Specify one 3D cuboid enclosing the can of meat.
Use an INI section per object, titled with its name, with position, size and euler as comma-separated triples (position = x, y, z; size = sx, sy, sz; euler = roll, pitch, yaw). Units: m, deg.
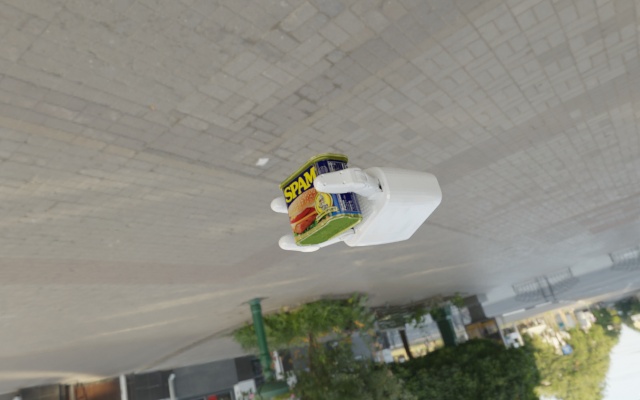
[can of meat]
position = 0.000, 0.002, 0.597
size = 0.057, 0.084, 0.102
euler = 2, -26, -40
